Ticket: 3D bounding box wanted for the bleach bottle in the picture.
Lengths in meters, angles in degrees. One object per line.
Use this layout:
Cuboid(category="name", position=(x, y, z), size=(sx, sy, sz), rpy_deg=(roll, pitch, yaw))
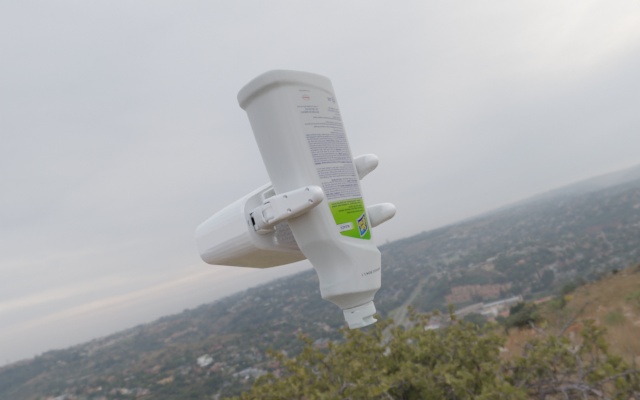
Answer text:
Cuboid(category="bleach bottle", position=(0.000, 0.001, 0.469), size=(0.068, 0.251, 0.102), rpy_deg=(-23, -9, 42))
